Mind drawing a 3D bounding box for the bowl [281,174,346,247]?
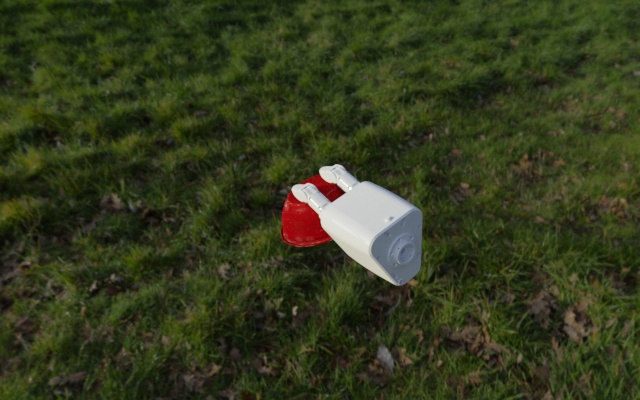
[{"bbox_3d":[-0.001,0.002,0.759,0.162,0.055,0.162,-20,26,10],"label":"bowl"}]
